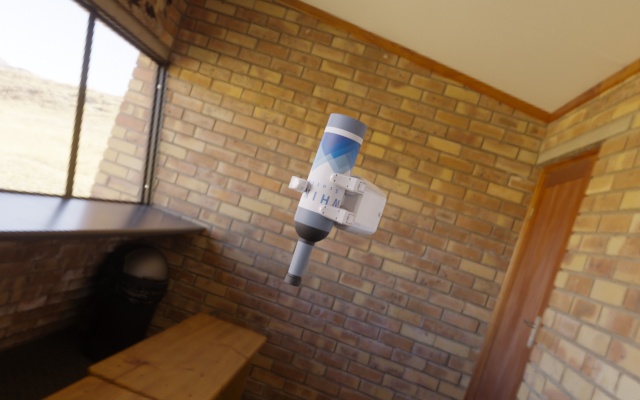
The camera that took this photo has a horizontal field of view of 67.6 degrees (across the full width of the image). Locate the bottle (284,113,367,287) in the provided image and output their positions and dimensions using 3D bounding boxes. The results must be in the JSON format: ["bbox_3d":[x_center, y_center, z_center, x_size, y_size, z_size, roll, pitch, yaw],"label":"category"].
[{"bbox_3d":[0.000,0.002,0.811,0.069,0.295,0.069,19,-1,0],"label":"bottle"}]
